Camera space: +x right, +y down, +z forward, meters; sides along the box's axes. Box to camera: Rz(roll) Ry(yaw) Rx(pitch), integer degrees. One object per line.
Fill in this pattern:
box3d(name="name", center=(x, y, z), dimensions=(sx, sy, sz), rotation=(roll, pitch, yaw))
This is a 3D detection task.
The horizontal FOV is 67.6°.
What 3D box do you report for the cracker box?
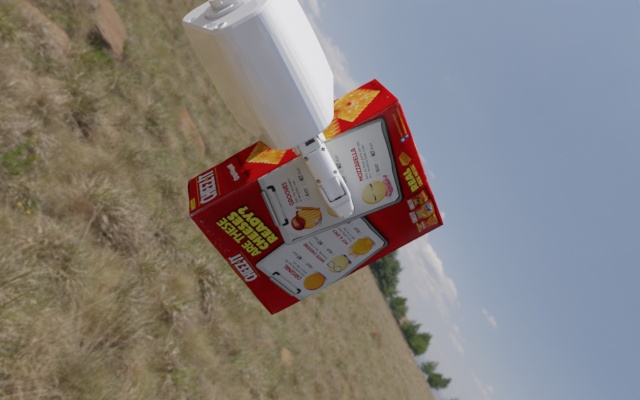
box3d(name="cracker box", center=(0.000, 0.002, 0.491), dimensions=(0.214, 0.164, 0.072), rotation=(-28, 36, 2))
